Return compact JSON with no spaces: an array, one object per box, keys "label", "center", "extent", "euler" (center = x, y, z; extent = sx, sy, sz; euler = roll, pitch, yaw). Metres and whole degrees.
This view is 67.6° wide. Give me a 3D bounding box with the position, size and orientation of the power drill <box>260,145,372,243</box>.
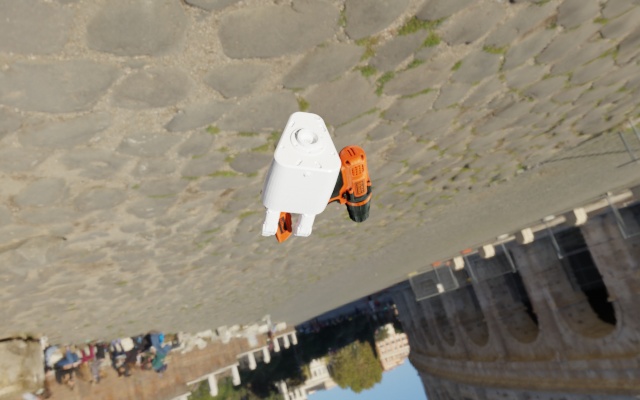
[{"label":"power drill","center":[0.000,0.003,0.828],"extent":[0.187,0.057,0.185],"euler":[-24,-40,-9]}]
